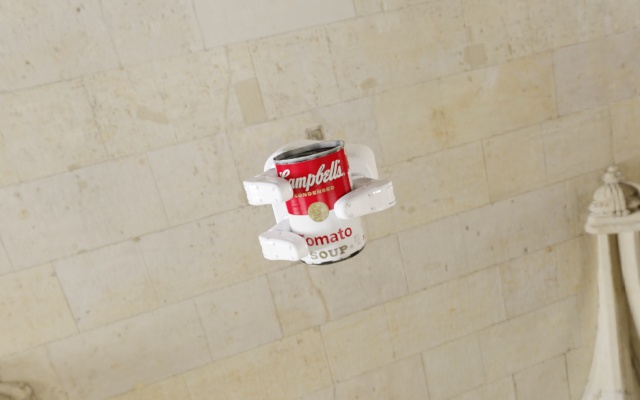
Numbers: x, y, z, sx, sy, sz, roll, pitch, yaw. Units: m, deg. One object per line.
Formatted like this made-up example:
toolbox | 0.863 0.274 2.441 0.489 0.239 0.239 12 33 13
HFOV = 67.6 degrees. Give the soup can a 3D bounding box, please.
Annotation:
soup can | 0.000 0.002 0.449 0.068 0.102 0.068 -13 15 3
